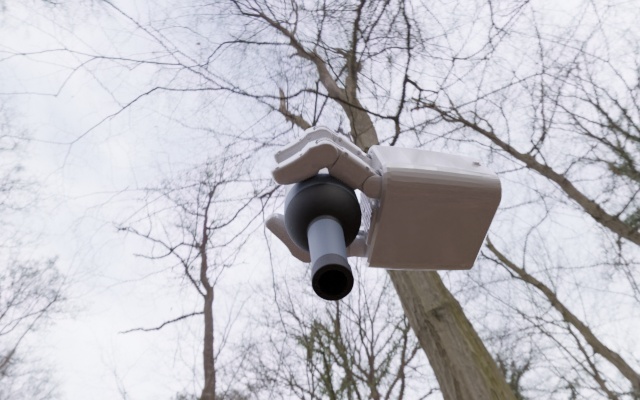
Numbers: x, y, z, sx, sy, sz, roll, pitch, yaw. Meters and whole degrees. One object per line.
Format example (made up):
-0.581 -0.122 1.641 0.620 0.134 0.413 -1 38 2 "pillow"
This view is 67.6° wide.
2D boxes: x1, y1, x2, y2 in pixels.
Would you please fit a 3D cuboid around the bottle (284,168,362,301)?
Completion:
0.000 0.001 0.440 0.069 0.069 0.295 0 20 -3 "bottle"
